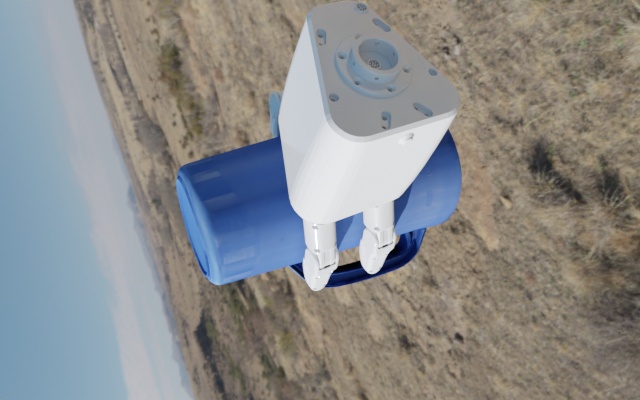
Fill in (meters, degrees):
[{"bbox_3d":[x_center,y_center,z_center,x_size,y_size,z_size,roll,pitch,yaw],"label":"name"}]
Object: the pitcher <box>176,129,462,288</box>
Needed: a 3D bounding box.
[{"bbox_3d":[0.000,0.001,0.452,0.243,0.149,0.145,-17,-22,-21],"label":"pitcher"}]
